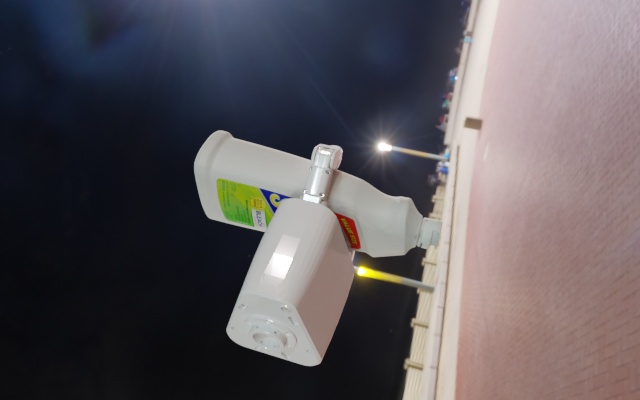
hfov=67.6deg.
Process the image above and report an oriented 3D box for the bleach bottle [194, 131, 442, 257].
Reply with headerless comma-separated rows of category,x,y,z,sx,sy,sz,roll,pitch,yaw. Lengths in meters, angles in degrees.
bleach bottle,0.000,0.002,0.499,0.251,0.103,0.068,13,48,11
